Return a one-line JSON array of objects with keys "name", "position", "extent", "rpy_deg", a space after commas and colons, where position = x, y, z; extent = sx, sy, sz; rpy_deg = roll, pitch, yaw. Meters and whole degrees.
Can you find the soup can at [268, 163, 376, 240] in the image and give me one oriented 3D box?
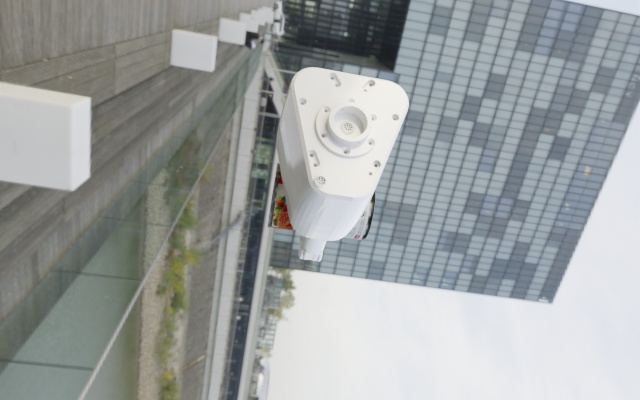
[{"name": "soup can", "position": [0.000, 0.002, 0.499], "extent": [0.102, 0.068, 0.068], "rpy_deg": [8, -1, -6]}]
